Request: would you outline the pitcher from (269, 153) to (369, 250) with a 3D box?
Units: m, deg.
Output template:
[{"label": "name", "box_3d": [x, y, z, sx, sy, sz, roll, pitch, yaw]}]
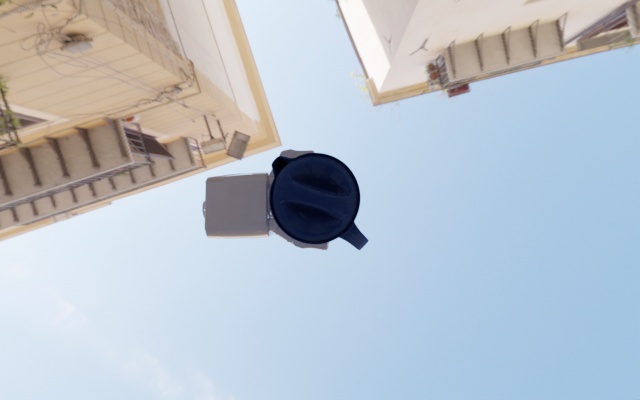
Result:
[{"label": "pitcher", "box_3d": [0.000, 0.003, 0.804, 0.145, 0.149, 0.243, -3, 1, 1]}]
